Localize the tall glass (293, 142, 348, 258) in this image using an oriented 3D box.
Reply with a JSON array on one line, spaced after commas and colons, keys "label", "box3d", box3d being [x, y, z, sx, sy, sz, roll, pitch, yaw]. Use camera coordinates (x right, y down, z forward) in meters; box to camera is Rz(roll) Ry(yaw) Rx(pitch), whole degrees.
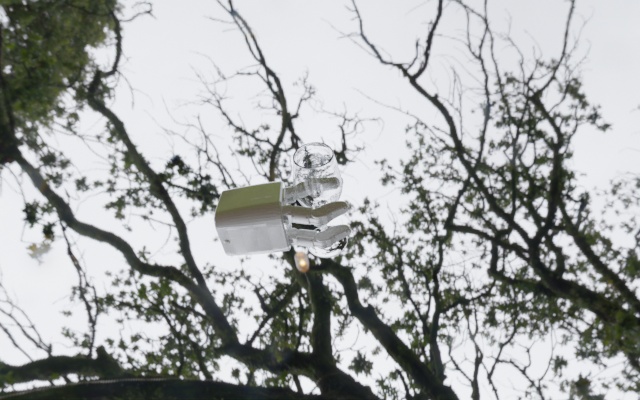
[{"label": "tall glass", "box3d": [0.000, 0.003, 0.780, 0.079, 0.201, 0.079, -4, 44, 4]}]
